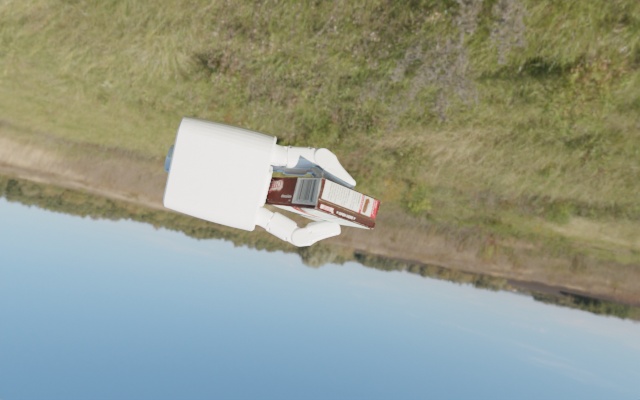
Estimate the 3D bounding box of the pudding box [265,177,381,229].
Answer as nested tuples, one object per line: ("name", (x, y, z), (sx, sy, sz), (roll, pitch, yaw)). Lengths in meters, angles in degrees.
("pudding box", (0.000, 0.002, 0.565), (0.090, 0.039, 0.113), (19, -7, -35))
